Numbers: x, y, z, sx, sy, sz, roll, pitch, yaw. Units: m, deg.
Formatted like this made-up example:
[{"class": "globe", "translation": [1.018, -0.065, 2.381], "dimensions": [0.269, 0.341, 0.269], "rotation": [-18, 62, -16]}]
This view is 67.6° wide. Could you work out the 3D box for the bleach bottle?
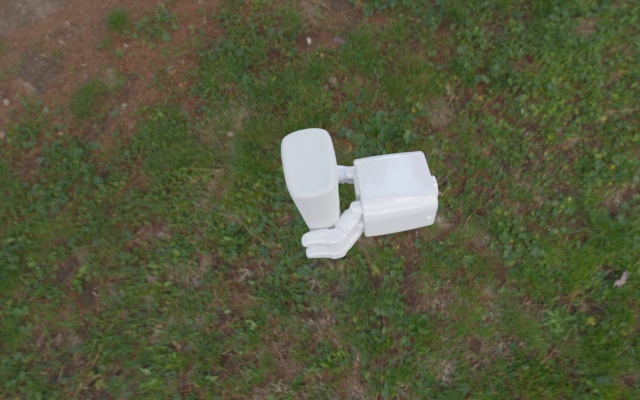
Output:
[{"class": "bleach bottle", "translation": [0.000, 0.002, 0.710], "dimensions": [0.068, 0.102, 0.251], "rotation": [-10, -24, 3]}]
